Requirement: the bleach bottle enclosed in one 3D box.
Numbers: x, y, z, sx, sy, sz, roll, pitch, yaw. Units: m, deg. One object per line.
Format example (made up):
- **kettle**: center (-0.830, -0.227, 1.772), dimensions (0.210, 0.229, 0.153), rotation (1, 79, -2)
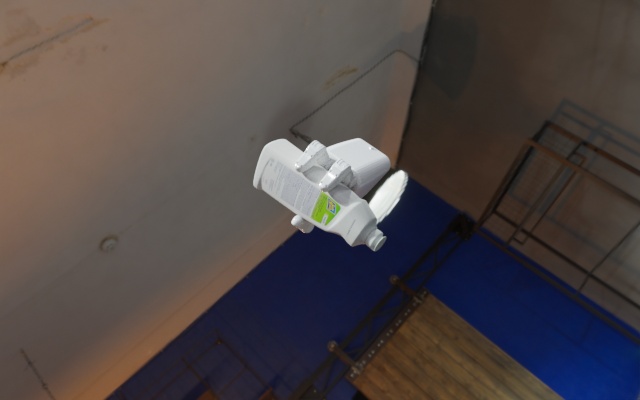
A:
- **bleach bottle**: center (0.000, 0.003, 0.794), dimensions (0.250, 0.103, 0.068), rotation (38, 40, 23)
